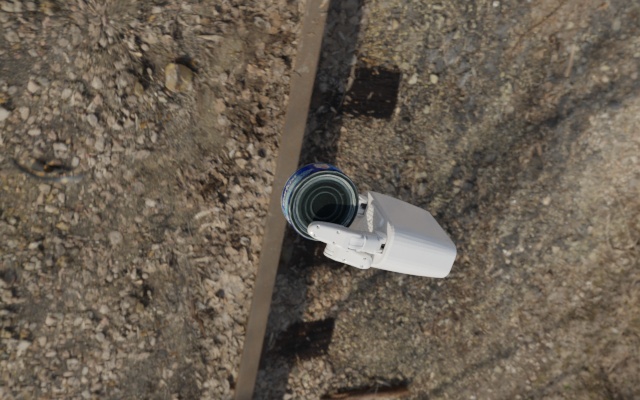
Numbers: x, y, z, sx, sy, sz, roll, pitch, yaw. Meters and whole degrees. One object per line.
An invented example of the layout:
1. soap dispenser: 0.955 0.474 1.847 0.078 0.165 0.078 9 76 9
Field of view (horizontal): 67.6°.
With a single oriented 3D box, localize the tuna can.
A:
1. tuna can: 0.000 0.002 0.544 0.086 0.086 0.033 0 18 -19
